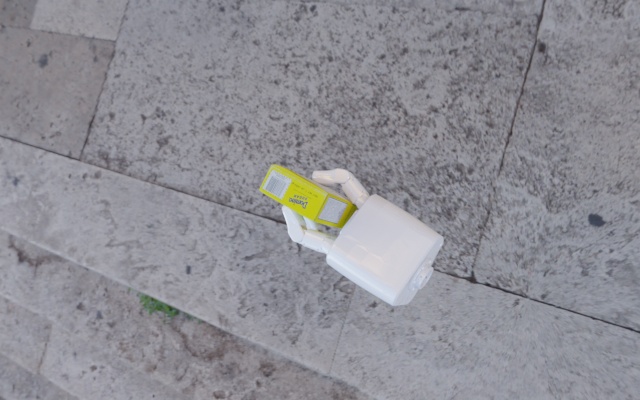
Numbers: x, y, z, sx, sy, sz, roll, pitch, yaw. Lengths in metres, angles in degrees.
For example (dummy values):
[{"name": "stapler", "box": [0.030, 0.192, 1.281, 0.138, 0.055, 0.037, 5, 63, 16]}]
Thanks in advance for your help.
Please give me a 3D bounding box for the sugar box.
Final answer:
[{"name": "sugar box", "box": [0.000, 0.003, 0.669, 0.093, 0.048, 0.176, 30, 2, 26]}]
